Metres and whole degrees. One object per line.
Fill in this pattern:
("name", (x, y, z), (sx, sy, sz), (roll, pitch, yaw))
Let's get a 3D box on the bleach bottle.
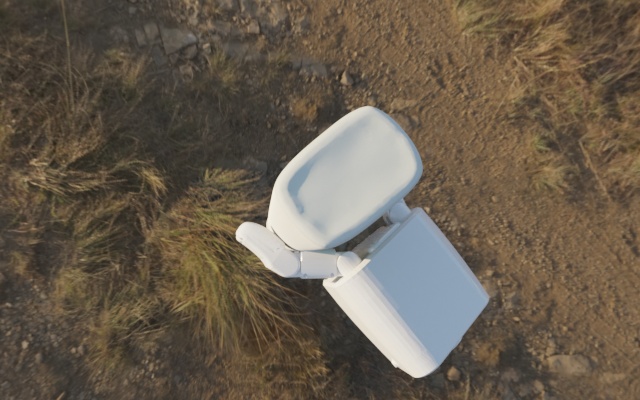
("bleach bottle", (0.000, 0.001, 0.430), (0.102, 0.068, 0.251), (-39, -1, -11))
